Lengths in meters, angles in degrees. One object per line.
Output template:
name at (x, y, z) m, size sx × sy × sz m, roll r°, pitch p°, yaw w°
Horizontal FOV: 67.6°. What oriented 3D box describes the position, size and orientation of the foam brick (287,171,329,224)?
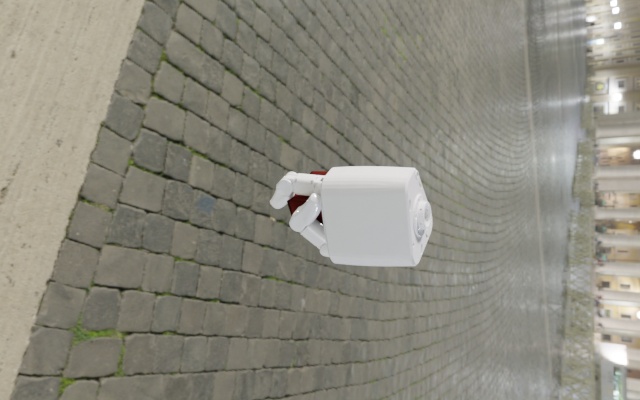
foam brick at (0.000, 0.002, 0.635) m, size 0.051 × 0.053 × 0.078 m, roll 2°, pitch 34°, yaw 28°
